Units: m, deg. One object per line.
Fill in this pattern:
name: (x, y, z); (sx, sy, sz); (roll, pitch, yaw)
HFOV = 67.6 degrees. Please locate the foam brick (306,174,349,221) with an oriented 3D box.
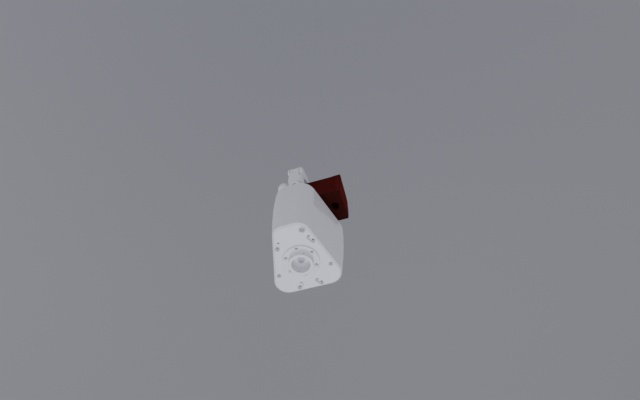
foam brick: (0.000, 0.002, 0.729); (0.078, 0.053, 0.051); (-15, 29, 8)
